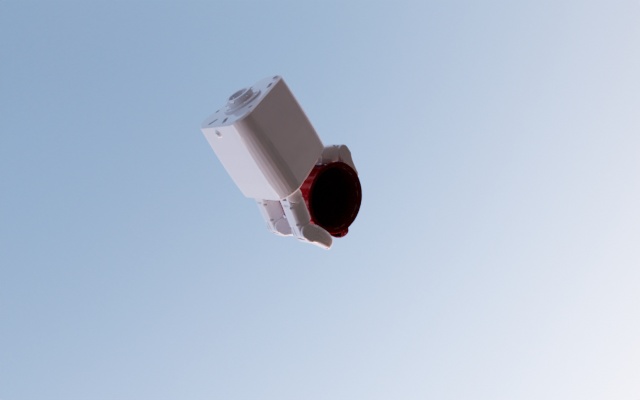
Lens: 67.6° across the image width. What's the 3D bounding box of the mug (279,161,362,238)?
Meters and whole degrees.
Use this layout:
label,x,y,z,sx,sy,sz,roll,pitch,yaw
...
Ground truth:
label,x,y,z,sx,sy,sz,roll,pitch,yaw
mug,0.001,0.003,0.645,0.081,0.117,0.093,9,46,49
